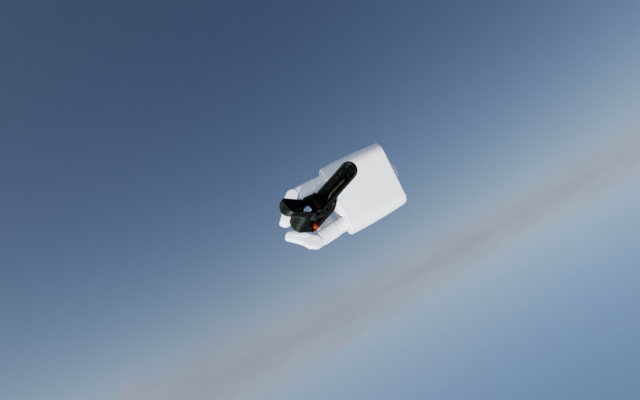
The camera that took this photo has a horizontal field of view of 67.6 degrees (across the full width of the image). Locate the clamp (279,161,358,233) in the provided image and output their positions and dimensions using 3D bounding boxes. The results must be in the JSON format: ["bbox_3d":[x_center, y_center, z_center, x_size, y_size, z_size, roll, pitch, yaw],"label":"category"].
[{"bbox_3d":[0.000,0.003,0.697,0.120,0.039,0.171,-28,-13,-7],"label":"clamp"}]
